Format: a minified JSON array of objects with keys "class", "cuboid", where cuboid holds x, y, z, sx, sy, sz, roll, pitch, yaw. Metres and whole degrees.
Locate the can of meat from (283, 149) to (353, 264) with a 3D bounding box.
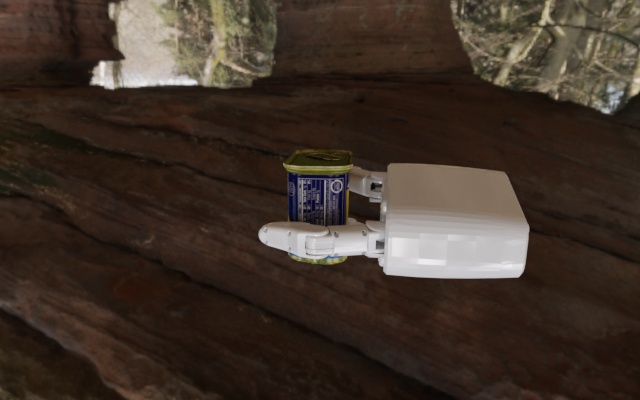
[{"class":"can of meat","cuboid":[0.000,0.002,0.433,0.057,0.084,0.102,1,14,4]}]
